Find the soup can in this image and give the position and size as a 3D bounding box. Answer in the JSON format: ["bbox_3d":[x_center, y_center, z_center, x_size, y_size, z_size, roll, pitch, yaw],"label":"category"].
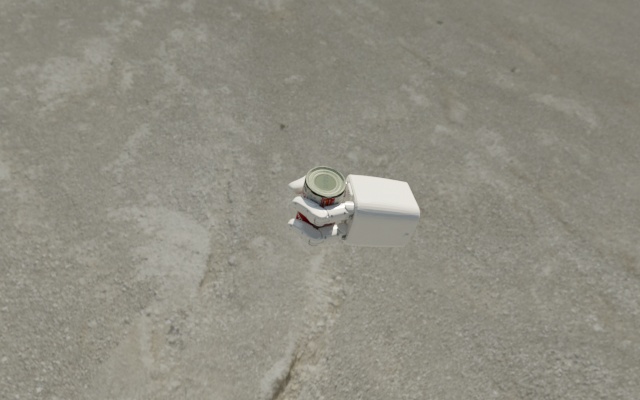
[{"bbox_3d":[0.000,0.002,0.779,0.068,0.068,0.102,0,-40,-13],"label":"soup can"}]
